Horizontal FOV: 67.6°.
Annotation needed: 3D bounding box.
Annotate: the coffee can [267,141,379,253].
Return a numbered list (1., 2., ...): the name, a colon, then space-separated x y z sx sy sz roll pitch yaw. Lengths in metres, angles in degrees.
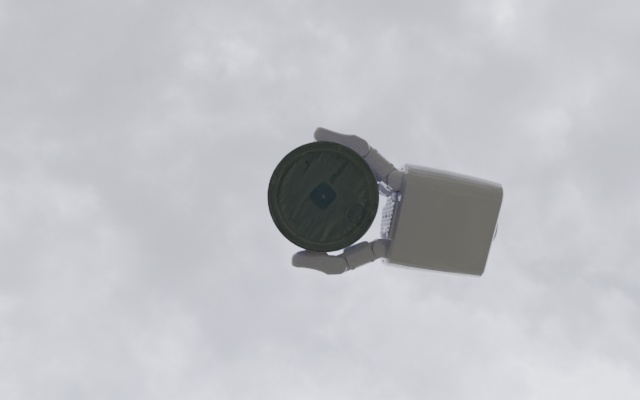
1. coffee can: 0.000 0.002 0.503 0.103 0.103 0.140 0 -4 -2
